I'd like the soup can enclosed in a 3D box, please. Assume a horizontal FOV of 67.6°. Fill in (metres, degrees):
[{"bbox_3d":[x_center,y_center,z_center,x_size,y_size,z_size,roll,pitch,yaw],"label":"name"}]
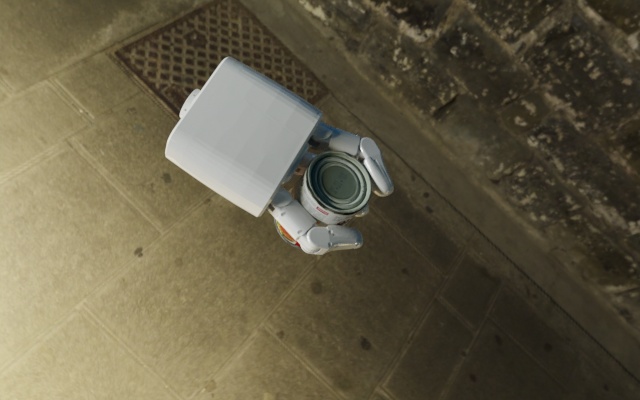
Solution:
[{"bbox_3d":[0.001,0.002,0.482,0.068,0.068,0.102,0,-24,-24],"label":"soup can"}]
